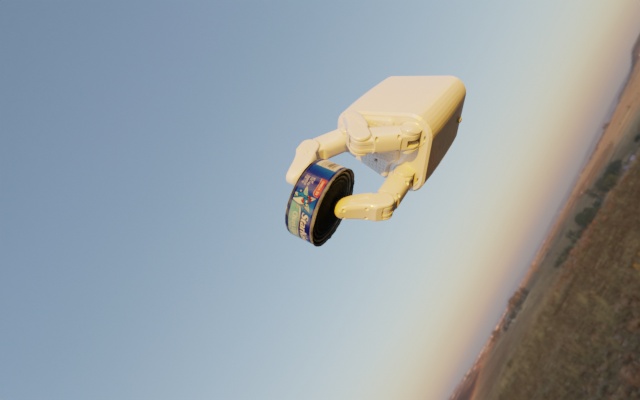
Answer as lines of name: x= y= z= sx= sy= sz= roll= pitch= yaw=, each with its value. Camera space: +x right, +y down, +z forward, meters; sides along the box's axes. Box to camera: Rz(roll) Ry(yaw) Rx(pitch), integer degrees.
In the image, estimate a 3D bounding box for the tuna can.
tuna can: x=0.000 y=0.001 z=0.487 sx=0.033 sy=0.086 sz=0.086 roll=24 pitch=9 yaw=20
